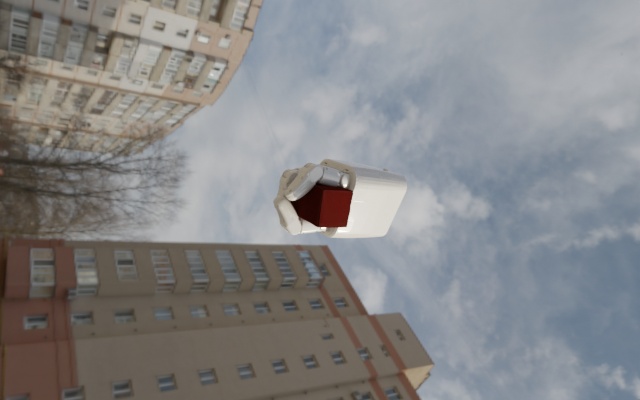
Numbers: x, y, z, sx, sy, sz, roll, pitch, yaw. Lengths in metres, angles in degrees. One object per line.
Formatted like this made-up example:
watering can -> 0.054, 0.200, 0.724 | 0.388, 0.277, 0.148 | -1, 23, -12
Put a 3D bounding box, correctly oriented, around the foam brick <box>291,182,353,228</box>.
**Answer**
foam brick -> 0.000, 0.002, 0.658 | 0.051, 0.053, 0.078 | 4, 12, -34
